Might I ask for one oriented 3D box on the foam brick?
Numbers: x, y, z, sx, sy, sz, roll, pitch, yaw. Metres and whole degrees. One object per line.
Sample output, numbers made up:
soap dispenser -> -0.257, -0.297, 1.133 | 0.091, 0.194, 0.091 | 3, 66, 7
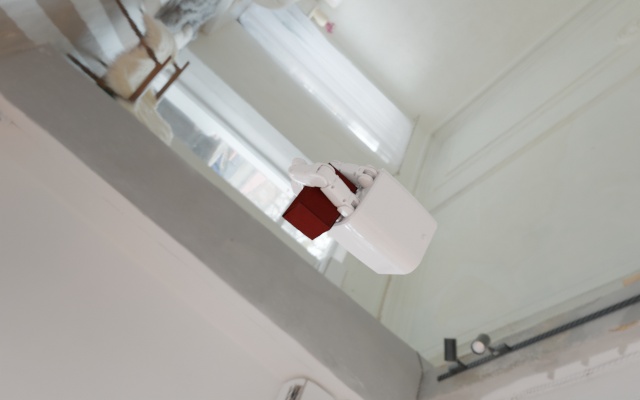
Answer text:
foam brick -> 0.000, 0.002, 0.600 | 0.051, 0.078, 0.053 | 42, -35, -9
